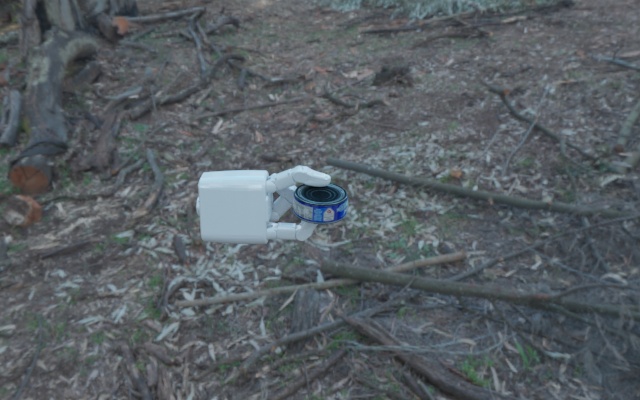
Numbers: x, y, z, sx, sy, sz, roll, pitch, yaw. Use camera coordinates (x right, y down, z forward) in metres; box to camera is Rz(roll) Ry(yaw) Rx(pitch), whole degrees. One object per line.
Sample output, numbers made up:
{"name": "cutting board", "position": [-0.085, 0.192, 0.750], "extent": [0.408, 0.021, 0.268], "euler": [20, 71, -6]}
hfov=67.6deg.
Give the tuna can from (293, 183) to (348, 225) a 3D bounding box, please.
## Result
{"name": "tuna can", "position": [0.000, 0.002, 0.745], "extent": [0.086, 0.034, 0.086], "euler": [3, 26, -1]}
